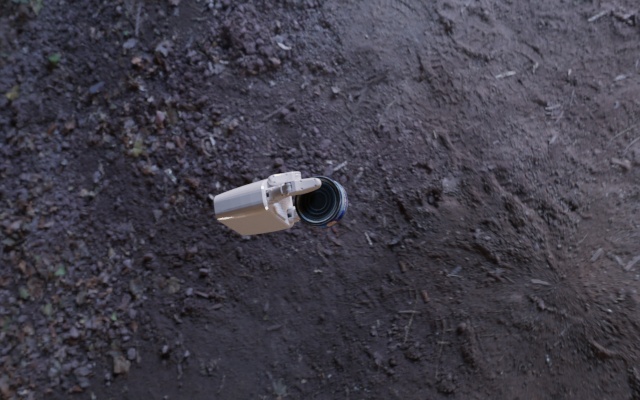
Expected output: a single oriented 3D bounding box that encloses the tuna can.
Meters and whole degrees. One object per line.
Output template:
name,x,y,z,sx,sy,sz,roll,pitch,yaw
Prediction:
tuna can,0.000,0.002,0.796,0.086,0.086,0.034,0,-10,21
